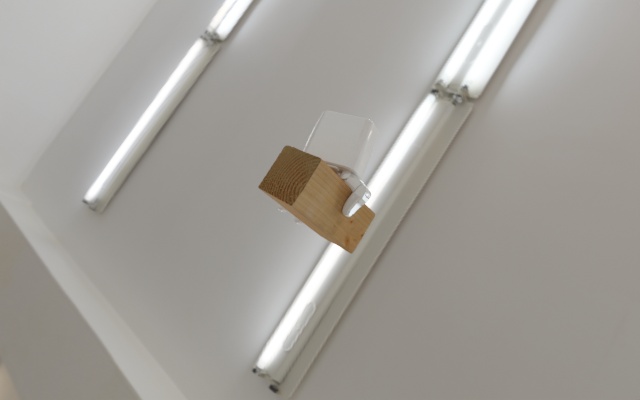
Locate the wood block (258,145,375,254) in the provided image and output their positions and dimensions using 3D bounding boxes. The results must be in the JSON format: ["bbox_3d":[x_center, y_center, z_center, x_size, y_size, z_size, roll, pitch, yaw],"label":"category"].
[{"bbox_3d":[0.001,0.003,0.837,0.090,0.090,0.206,26,-10,41],"label":"wood block"}]
